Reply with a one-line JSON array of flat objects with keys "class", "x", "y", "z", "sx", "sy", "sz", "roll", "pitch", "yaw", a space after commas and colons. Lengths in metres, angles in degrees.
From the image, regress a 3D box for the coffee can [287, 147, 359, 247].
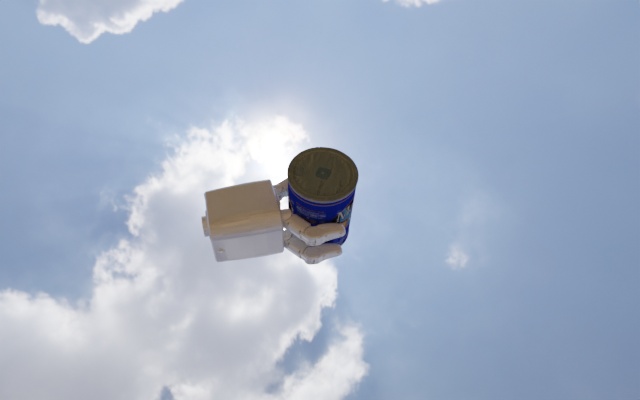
[{"class": "coffee can", "x": 0.000, "y": 0.002, "z": 0.735, "sx": 0.103, "sy": 0.102, "sz": 0.140, "roll": 0, "pitch": -38, "yaw": -3}]
